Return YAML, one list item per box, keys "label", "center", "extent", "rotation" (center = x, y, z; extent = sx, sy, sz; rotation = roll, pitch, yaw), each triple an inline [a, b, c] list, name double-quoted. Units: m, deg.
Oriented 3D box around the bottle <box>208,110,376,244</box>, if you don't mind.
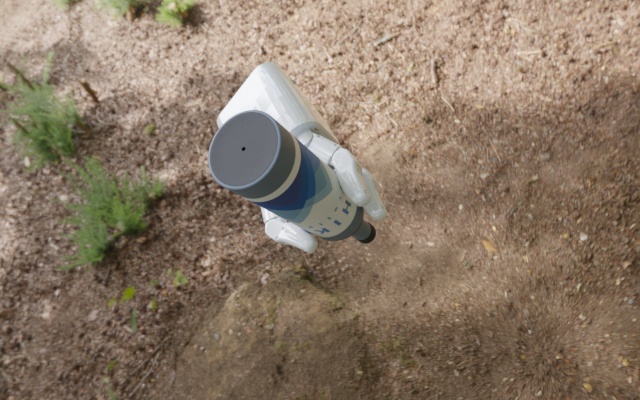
- label: "bottle"
  center: [0.000, 0.002, 0.495]
  extent: [0.069, 0.069, 0.296]
  rotation: [0, -16, 25]
